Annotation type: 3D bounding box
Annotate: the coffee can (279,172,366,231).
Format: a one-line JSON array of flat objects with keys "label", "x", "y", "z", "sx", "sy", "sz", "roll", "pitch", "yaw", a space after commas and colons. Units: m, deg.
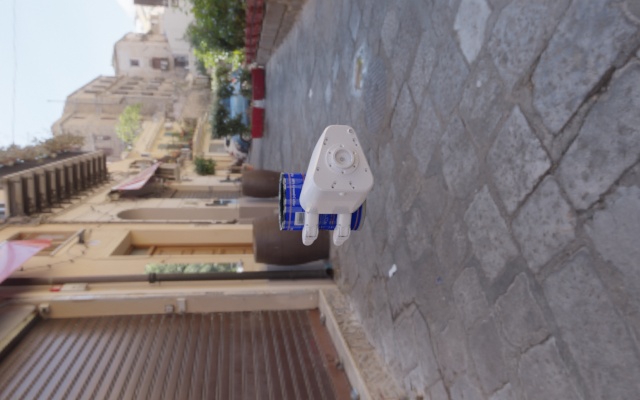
[{"label": "coffee can", "x": 0.000, "y": 0.003, "z": 0.843, "sx": 0.140, "sy": 0.103, "sz": 0.103, "roll": 1, "pitch": 0, "yaw": -10}]
